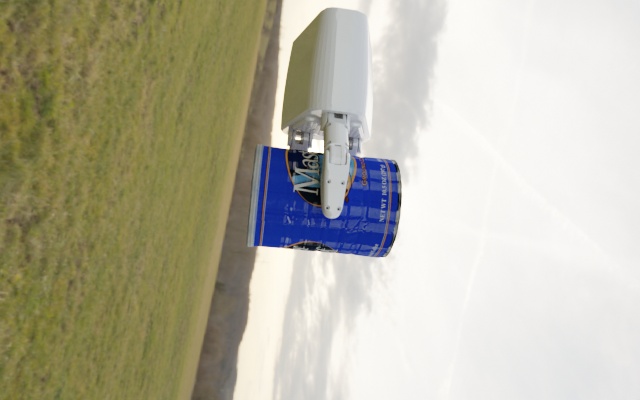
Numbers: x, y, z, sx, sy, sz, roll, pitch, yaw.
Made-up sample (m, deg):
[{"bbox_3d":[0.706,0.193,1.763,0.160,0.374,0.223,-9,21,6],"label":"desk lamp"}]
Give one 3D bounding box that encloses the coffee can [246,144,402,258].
[{"bbox_3d":[0.000,0.002,0.485,0.140,0.103,0.103,6,-1,-7],"label":"coffee can"}]
